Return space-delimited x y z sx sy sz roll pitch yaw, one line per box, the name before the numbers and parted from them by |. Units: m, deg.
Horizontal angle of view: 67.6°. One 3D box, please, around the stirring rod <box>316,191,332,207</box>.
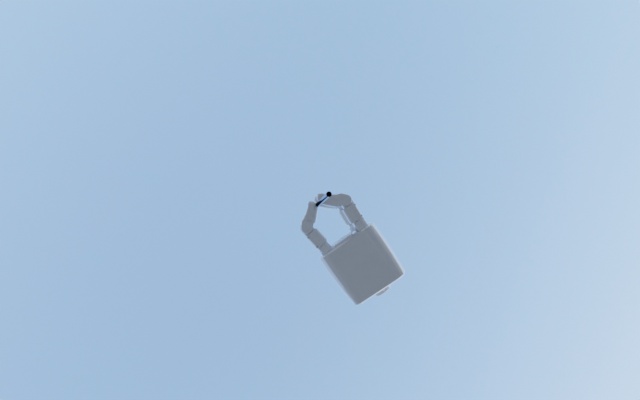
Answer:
stirring rod | 0.000 0.003 0.789 0.011 0.011 0.239 0 -5 -6
